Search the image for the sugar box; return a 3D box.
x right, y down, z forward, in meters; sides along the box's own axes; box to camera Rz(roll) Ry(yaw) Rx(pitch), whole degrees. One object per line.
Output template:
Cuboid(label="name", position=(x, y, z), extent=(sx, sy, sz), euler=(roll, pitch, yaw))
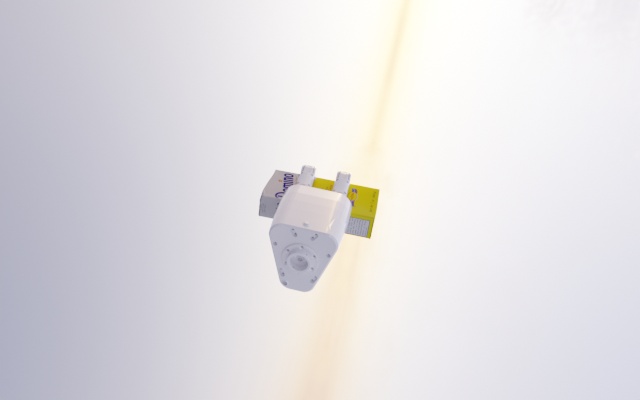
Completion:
Cuboid(label="sugar box", position=(0.000, 0.002, 0.750), extent=(0.176, 0.048, 0.093), euler=(13, 32, 4))
